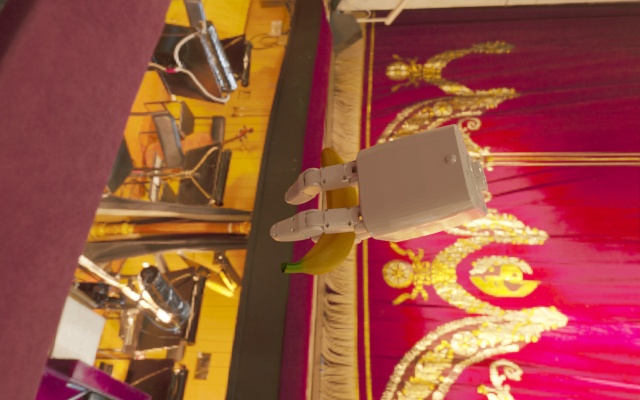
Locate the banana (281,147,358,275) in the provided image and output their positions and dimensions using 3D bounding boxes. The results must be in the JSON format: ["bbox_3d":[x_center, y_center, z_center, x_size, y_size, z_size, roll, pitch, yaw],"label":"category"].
[{"bbox_3d":[0.014,0.015,0.552,0.070,0.197,0.037,36,-47,-19],"label":"banana"}]
